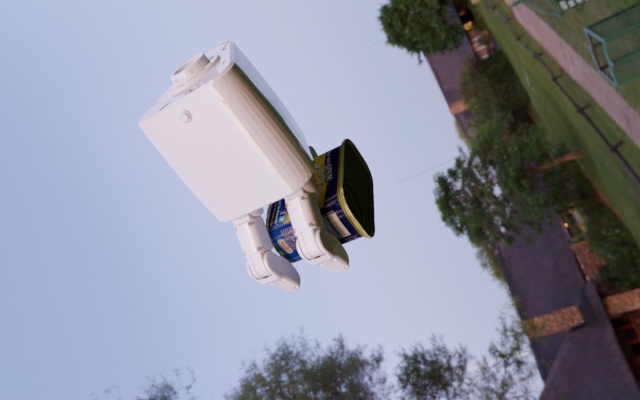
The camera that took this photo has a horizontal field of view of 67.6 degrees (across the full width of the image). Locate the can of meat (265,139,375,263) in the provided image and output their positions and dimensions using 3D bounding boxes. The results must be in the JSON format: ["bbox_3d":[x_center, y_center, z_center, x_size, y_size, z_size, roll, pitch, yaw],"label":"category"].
[{"bbox_3d":[0.000,0.002,0.443,0.084,0.102,0.057,-23,-54,22],"label":"can of meat"}]
